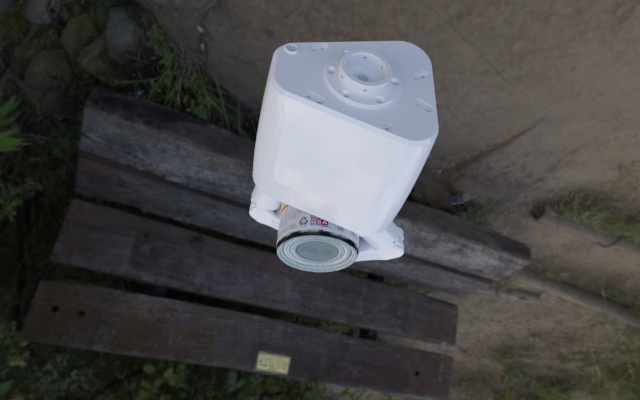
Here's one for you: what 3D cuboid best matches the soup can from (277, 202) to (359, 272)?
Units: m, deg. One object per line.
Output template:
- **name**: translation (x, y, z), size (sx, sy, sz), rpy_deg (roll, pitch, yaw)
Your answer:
- **soup can**: translation (0.000, 0.002, 0.409), size (0.068, 0.102, 0.068), rpy_deg (2, -33, 2)
